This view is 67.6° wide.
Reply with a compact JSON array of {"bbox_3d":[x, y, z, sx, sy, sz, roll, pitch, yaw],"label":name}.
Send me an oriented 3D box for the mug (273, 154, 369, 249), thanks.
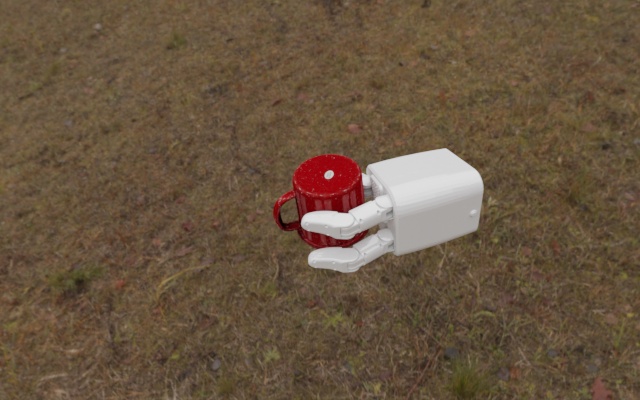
[{"bbox_3d":[-0.001,0.002,0.570,0.117,0.082,0.093,-15,41,-7],"label":"mug"}]
